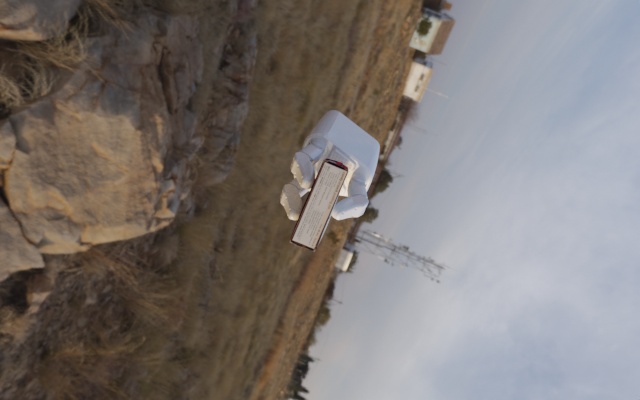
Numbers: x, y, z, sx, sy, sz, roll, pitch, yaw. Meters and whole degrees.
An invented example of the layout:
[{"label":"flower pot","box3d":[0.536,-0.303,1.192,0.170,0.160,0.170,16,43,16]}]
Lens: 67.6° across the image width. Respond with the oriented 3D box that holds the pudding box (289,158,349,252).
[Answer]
[{"label":"pudding box","box3d":[0.000,0.002,0.621,0.039,0.113,0.090,21,7,1]}]
